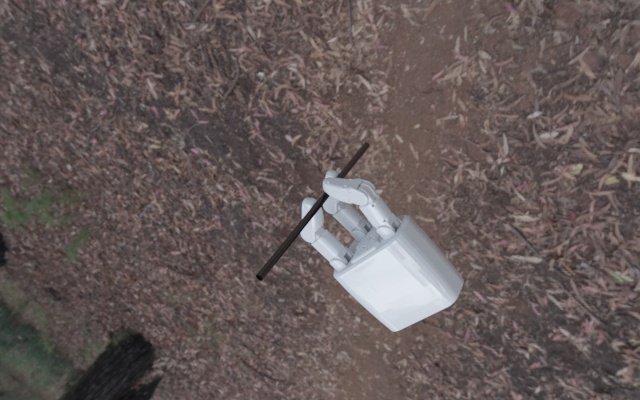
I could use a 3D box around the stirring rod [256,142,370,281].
[{"bbox_3d":[0.000,0.002,0.536,0.011,0.011,0.239,0,37,38],"label":"stirring rod"}]
